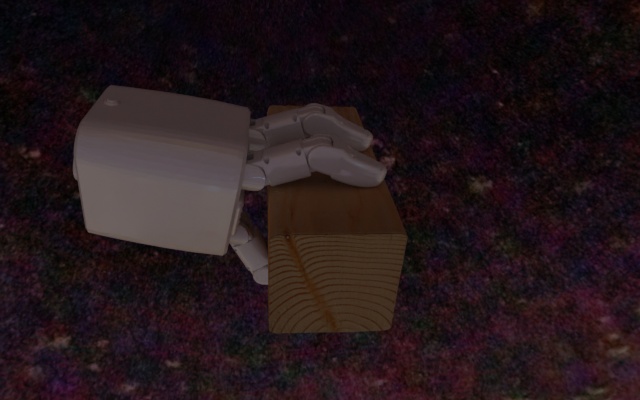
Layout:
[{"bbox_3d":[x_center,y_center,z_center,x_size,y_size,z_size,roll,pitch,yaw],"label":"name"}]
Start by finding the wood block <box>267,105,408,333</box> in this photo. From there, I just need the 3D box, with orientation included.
[{"bbox_3d":[0.000,0.002,0.403,0.090,0.091,0.206,0,34,-6],"label":"wood block"}]
